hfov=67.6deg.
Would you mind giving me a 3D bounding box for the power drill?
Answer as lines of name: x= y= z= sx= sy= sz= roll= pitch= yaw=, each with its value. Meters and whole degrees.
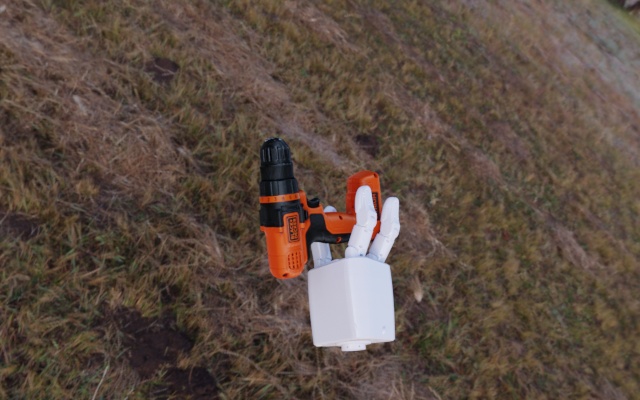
power drill: x=0.001 y=0.002 z=0.665 sx=0.187 sy=0.184 sz=0.057 roll=-8 pitch=7 yaw=-36
